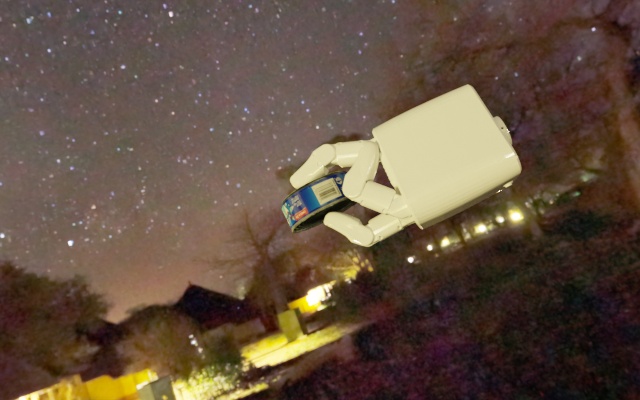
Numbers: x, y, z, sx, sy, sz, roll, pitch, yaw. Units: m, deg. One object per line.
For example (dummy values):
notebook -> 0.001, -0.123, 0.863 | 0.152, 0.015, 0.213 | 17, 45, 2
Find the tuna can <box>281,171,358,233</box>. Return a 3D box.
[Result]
tuna can -> 0.000, 0.001, 0.530 | 0.086, 0.033, 0.086 | -26, -11, -5
